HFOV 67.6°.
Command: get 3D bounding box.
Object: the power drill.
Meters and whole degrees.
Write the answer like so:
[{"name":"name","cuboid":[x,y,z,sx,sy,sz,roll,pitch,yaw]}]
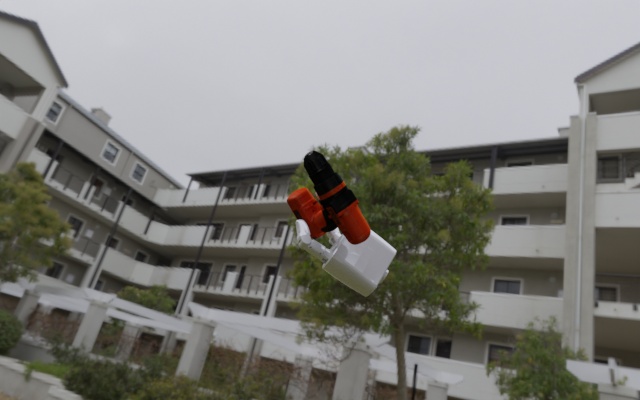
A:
[{"name":"power drill","cuboid":[0.000,0.003,0.899,0.057,0.184,0.187,-33,7,-22]}]
